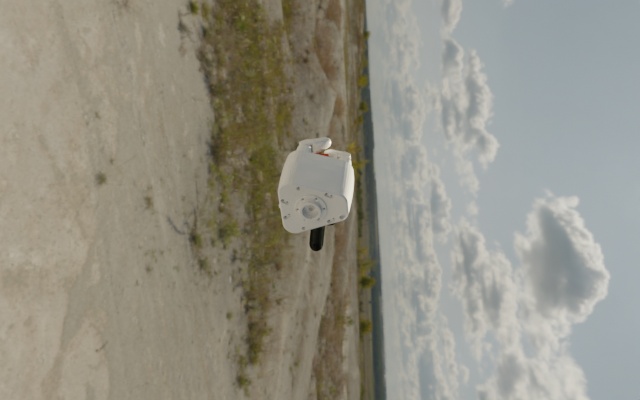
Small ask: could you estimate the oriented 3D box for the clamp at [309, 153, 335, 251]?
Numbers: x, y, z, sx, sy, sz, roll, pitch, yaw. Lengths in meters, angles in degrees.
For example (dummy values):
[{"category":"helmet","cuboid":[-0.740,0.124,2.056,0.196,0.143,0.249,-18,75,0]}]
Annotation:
[{"category":"clamp","cuboid":[0.001,0.003,0.861,0.039,0.172,0.120,-1,31,10]}]
